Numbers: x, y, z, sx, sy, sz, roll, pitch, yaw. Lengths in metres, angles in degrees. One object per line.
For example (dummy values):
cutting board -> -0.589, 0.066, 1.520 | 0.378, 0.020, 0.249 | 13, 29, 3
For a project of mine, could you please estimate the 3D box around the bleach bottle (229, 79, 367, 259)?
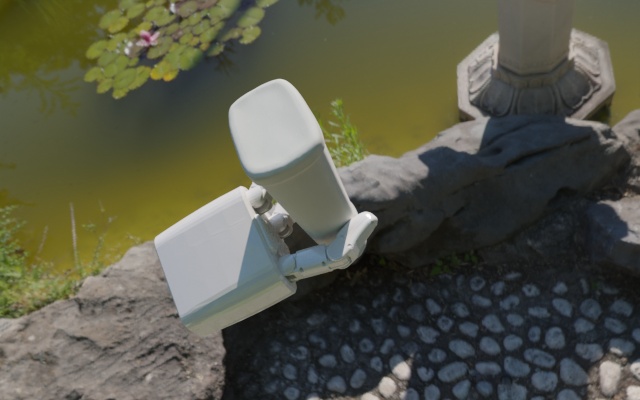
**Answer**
bleach bottle -> 0.000, 0.001, 0.475 | 0.068, 0.102, 0.251 | -28, -37, 4
